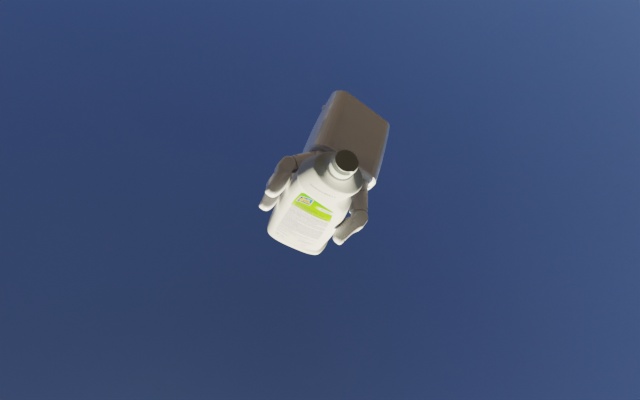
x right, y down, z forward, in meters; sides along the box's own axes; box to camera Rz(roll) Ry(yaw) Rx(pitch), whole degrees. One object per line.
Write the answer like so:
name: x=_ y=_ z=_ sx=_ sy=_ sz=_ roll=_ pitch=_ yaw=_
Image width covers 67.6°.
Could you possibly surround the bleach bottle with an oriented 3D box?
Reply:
bleach bottle: x=0.000 y=0.002 z=0.648 sx=0.102 sy=0.068 sz=0.251 roll=23 pitch=-26 yaw=-9
